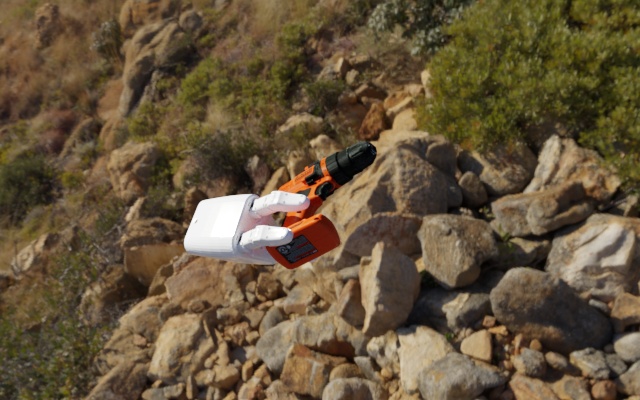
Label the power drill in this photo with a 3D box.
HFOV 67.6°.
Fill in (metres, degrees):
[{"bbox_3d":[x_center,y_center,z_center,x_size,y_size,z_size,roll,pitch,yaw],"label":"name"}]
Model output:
[{"bbox_3d":[0.000,0.003,0.698,0.184,0.057,0.187,-31,24,28],"label":"power drill"}]
